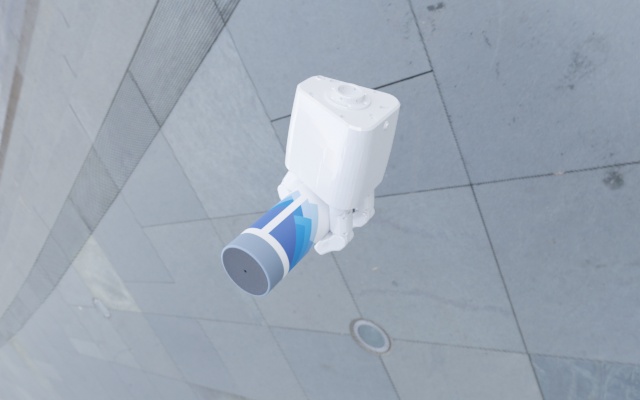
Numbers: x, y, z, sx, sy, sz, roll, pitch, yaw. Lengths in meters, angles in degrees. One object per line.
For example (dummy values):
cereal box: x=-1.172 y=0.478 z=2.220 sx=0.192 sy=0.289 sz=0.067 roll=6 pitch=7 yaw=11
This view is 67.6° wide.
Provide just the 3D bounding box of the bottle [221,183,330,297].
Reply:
bottle: x=0.000 y=0.002 z=0.600 sx=0.069 sy=0.069 sz=0.295 roll=0 pitch=30 yaw=38
